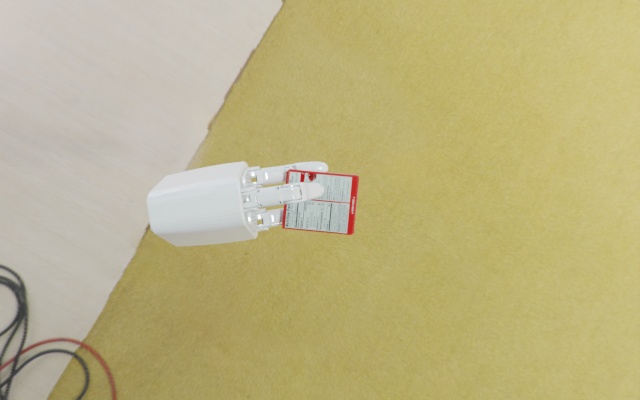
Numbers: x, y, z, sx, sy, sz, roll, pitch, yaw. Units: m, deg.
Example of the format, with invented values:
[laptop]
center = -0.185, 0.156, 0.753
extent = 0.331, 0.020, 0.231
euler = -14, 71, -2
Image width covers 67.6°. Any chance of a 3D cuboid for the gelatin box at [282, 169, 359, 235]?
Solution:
[gelatin box]
center = 0.000, 0.002, 0.586
extent = 0.089, 0.073, 0.030
euler = 5, 0, 4
